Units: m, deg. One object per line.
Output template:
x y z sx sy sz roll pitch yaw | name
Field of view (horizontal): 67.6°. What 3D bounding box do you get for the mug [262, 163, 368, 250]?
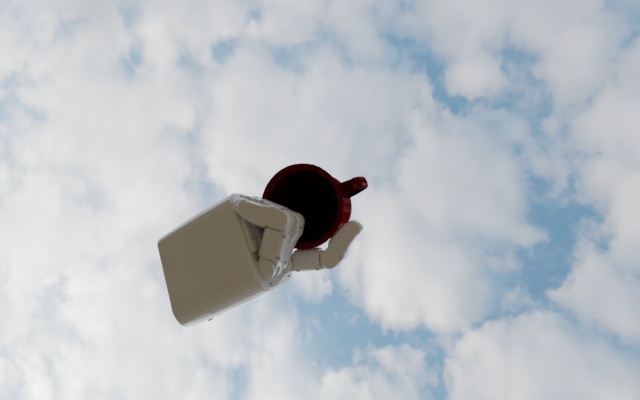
0.001 0.001 0.547 0.117 0.093 0.081 -28 -8 13 | mug
